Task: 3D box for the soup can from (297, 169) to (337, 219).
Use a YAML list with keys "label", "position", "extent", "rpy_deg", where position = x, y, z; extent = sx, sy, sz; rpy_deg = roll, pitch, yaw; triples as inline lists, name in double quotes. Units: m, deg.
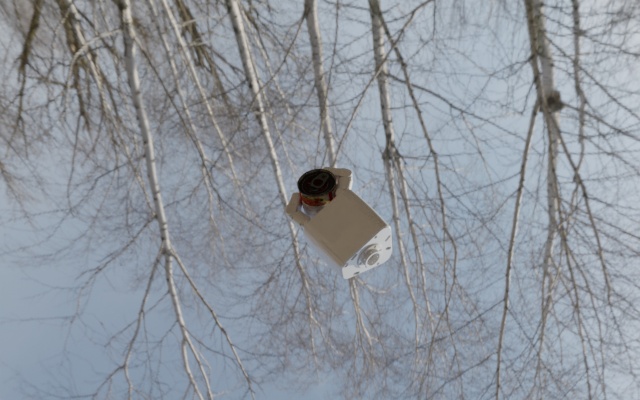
- label: "soup can"
  position: [0.000, 0.003, 0.858]
  extent: [0.068, 0.068, 0.102]
  rpy_deg: [0, -43, 11]
